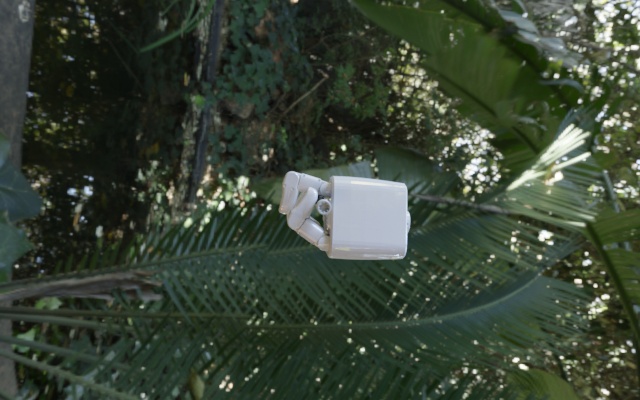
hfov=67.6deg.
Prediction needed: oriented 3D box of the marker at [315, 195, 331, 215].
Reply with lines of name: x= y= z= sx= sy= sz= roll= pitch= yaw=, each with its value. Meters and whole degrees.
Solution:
marker: x=0.000 y=0.002 z=0.667 sx=0.020 sy=0.020 sz=0.121 roll=0 pitch=7 yaw=-5
